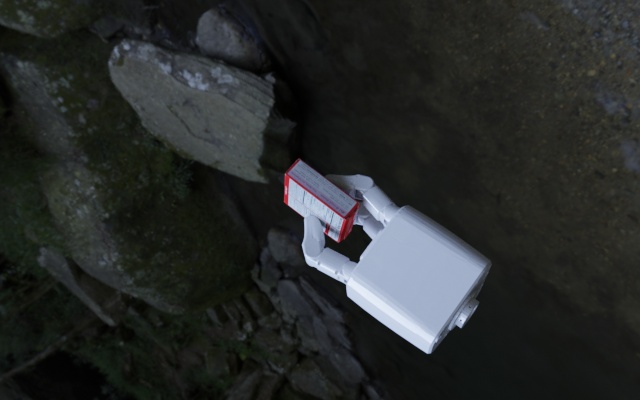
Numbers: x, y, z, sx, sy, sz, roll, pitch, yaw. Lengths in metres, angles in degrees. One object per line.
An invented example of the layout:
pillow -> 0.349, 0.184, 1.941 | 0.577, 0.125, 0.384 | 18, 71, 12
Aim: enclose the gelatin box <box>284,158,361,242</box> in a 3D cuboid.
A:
gelatin box -> 0.000, 0.002, 0.552 | 0.089, 0.030, 0.073 | 36, -23, 12
